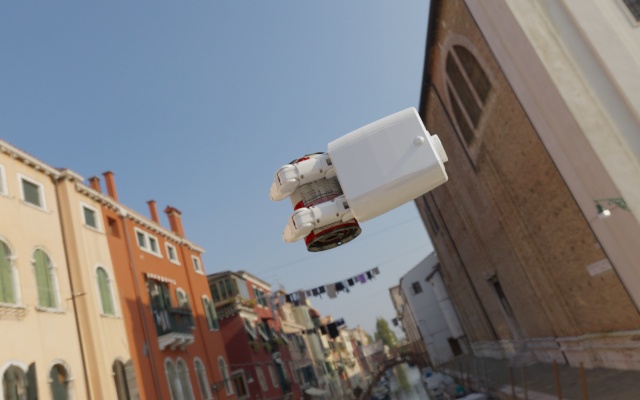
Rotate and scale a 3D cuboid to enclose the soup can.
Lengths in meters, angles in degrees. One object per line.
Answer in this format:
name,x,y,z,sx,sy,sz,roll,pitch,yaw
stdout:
soup can,0.000,0.002,0.572,0.068,0.102,0.068,-18,-19,-7
